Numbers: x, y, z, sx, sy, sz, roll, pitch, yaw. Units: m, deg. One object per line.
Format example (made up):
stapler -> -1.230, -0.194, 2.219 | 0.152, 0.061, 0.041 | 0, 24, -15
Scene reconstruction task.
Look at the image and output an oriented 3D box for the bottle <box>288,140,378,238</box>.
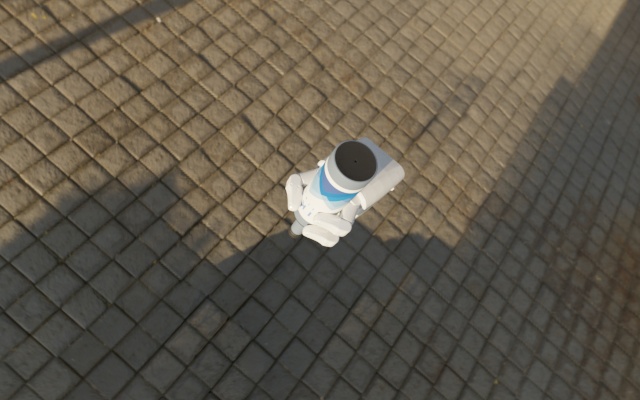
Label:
bottle -> 0.000, 0.002, 0.776 | 0.069, 0.069, 0.296 | 0, -22, -21
